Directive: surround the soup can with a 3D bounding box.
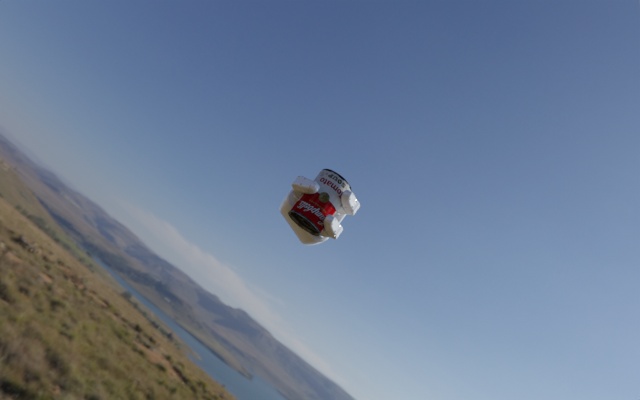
[{"bbox_3d":[0.000,0.002,0.843,0.068,0.102,0.068,33,-18,13],"label":"soup can"}]
